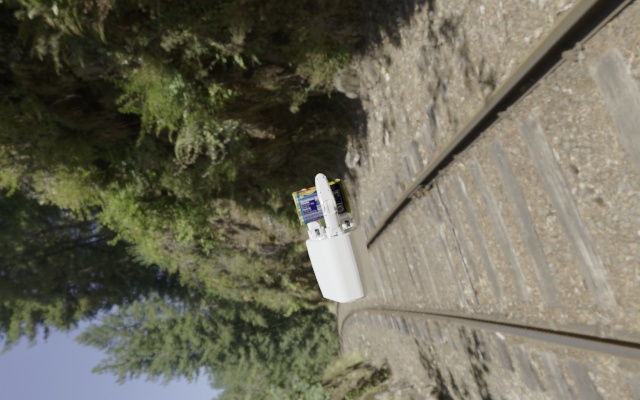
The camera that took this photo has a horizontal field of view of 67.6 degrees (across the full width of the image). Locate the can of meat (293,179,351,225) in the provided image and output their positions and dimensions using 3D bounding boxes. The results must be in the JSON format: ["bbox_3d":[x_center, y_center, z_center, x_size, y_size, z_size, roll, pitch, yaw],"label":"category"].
[{"bbox_3d":[0.000,0.003,0.806,0.084,0.057,0.102,-16,5,-3],"label":"can of meat"}]
